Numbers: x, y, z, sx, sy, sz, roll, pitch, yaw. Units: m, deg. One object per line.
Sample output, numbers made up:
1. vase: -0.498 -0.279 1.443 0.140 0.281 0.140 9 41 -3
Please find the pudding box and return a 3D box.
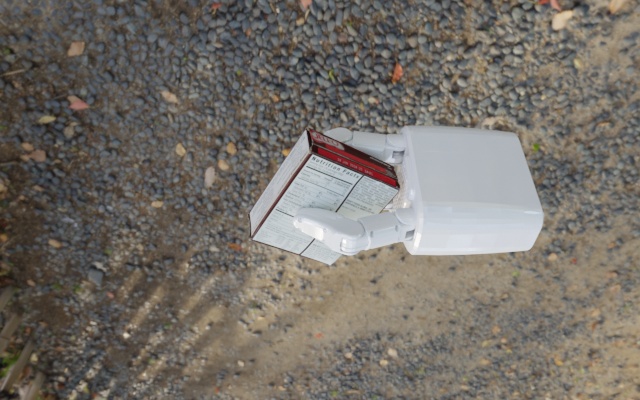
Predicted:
1. pudding box: 0.000 0.002 0.418 0.090 0.113 0.039 22 34 -24
